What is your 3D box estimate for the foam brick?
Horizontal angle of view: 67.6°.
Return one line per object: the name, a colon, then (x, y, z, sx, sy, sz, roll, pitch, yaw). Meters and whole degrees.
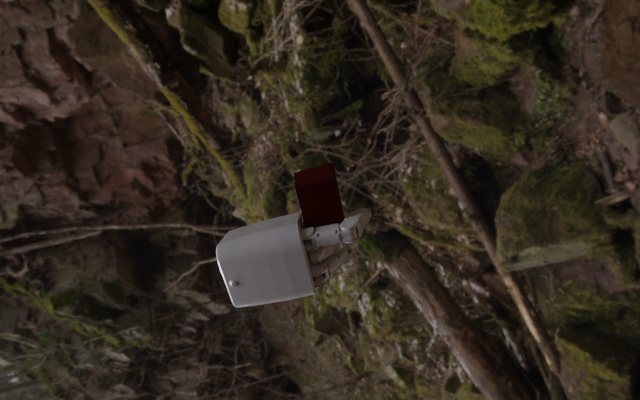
foam brick: (0.000, 0.002, 0.598, 0.051, 0.078, 0.053, -12, 26, 2)
